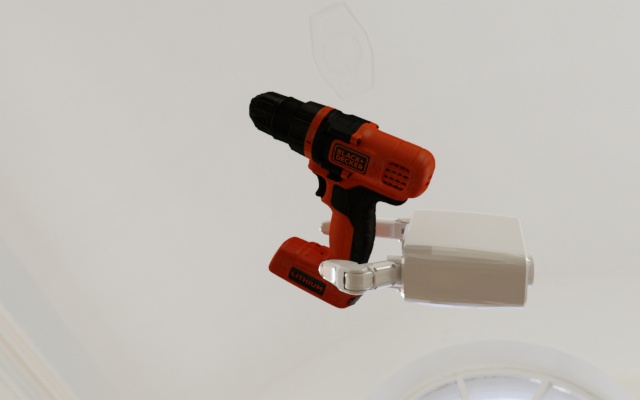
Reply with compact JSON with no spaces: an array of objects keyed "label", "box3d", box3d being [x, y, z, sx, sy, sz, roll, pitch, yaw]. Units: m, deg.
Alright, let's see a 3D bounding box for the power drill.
[{"label":"power drill","box3d":[0.000,0.002,0.466,0.184,0.188,0.057,26,35,19]}]
